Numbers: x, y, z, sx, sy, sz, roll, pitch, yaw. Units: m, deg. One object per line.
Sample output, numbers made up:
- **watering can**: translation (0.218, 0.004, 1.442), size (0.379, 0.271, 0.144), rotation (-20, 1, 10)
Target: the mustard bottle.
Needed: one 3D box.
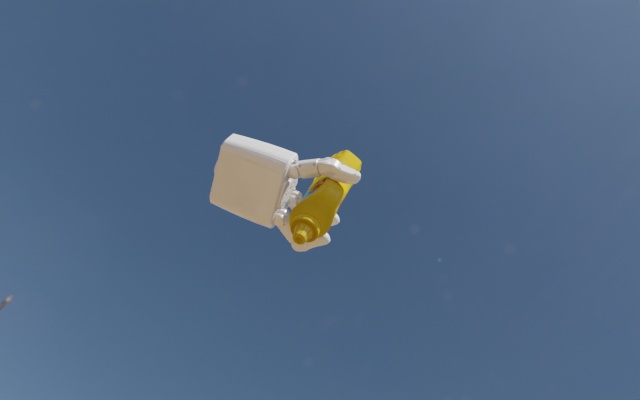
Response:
- **mustard bottle**: translation (0.000, 0.002, 0.703), size (0.096, 0.058, 0.191), rotation (-45, 8, 36)
